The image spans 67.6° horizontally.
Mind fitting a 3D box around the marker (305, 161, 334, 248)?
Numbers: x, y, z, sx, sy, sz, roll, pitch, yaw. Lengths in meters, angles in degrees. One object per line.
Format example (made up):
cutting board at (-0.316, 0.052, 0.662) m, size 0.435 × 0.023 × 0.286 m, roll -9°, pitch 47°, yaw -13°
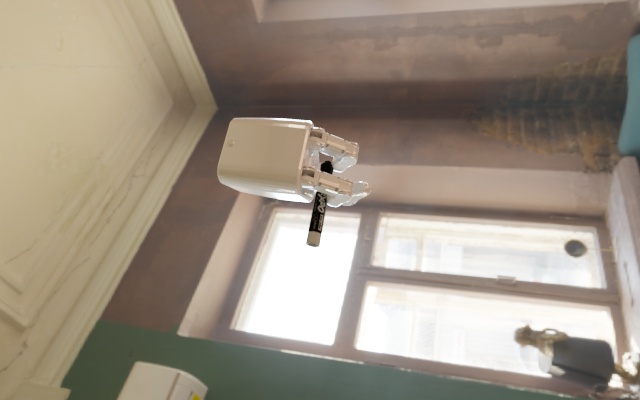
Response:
marker at (0.000, 0.002, 0.626) m, size 0.020 × 0.121 × 0.020 m, roll 9°, pitch -23°, yaw 4°
